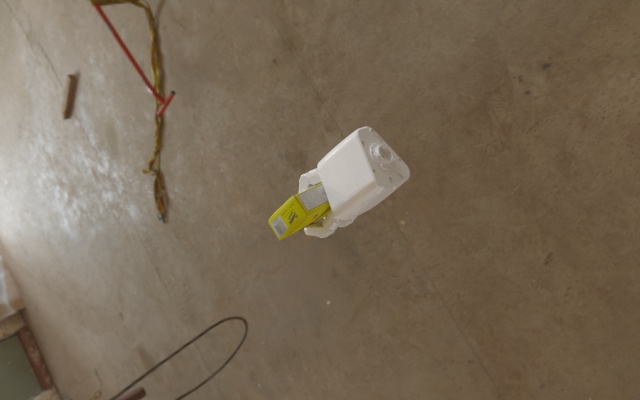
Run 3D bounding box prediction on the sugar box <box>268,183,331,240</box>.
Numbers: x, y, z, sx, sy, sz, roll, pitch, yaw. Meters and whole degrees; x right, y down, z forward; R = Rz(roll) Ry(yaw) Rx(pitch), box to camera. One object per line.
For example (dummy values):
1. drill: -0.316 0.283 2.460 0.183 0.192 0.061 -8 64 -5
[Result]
1. sugar box: 0.000 0.003 0.827 0.176 0.048 0.093 -23 -13 -44
